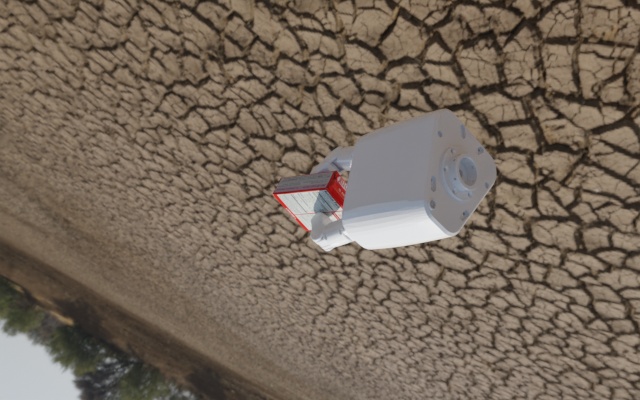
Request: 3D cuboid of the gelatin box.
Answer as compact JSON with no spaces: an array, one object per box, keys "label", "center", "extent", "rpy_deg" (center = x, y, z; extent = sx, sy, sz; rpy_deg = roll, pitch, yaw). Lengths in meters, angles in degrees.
[{"label":"gelatin box","center":[0.000,0.002,0.558],"extent":[0.089,0.030,0.073],"rpy_deg":[-6,-43,40]}]
